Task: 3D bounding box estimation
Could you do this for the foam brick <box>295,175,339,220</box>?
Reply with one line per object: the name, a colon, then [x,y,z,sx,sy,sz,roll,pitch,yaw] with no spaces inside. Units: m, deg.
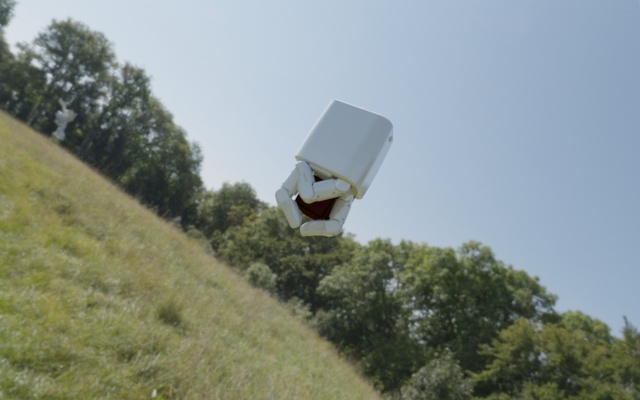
foam brick: [0.000,0.002,0.726,0.053,0.051,0.078,29,-8,14]
